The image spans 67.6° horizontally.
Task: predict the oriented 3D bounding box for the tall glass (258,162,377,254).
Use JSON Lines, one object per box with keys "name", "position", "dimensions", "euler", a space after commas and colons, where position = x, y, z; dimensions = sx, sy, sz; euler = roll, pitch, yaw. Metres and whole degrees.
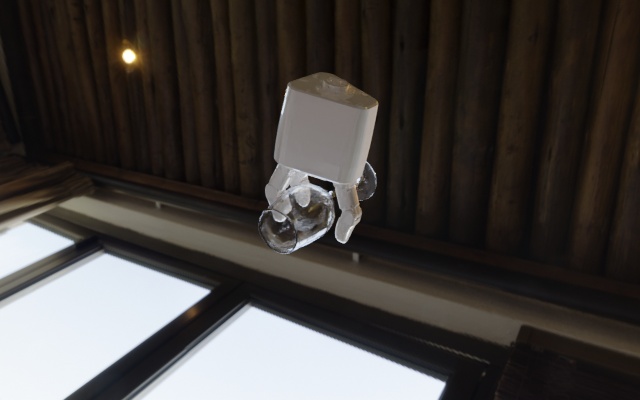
{"name": "tall glass", "position": [0.001, 0.002, 0.671], "dimensions": [0.079, 0.079, 0.201], "euler": [0, 22, 36]}
